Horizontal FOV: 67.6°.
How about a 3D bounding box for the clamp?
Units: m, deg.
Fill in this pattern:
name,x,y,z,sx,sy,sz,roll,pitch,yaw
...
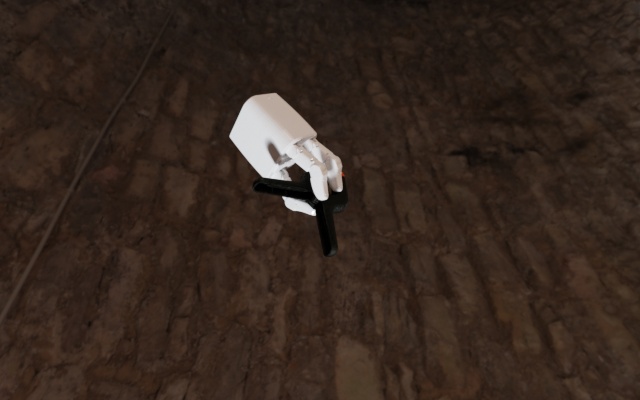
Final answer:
name,x,y,z,sx,sy,sz,roll,pitch,yaw
clamp,0.000,0.003,0.794,0.036,0.164,0.210,-48,-10,31
